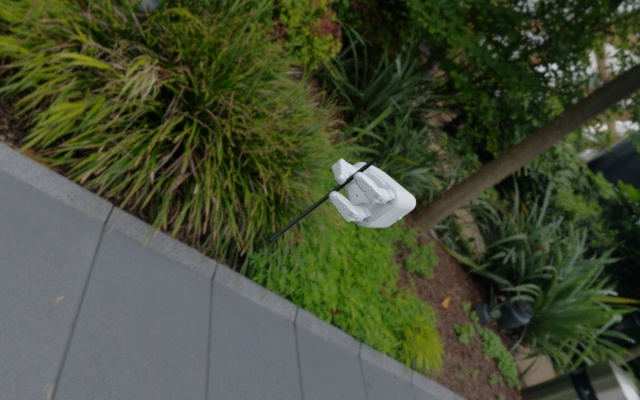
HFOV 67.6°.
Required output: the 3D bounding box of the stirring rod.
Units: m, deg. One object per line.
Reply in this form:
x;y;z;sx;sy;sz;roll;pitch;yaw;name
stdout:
0.000;0.003;0.816;0.239;0.011;0.011;-38;-16;21;stirring rod
